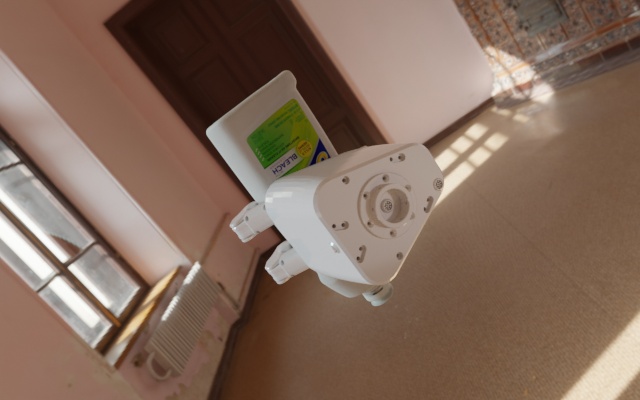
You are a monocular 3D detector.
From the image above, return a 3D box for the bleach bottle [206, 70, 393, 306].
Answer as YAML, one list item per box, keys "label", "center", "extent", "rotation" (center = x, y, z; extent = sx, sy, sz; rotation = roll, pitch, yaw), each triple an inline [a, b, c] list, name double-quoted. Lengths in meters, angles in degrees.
- label: "bleach bottle"
  center: [0.000, 0.002, 0.488]
  extent: [0.102, 0.251, 0.068]
  rotation: [-42, 15, -19]
